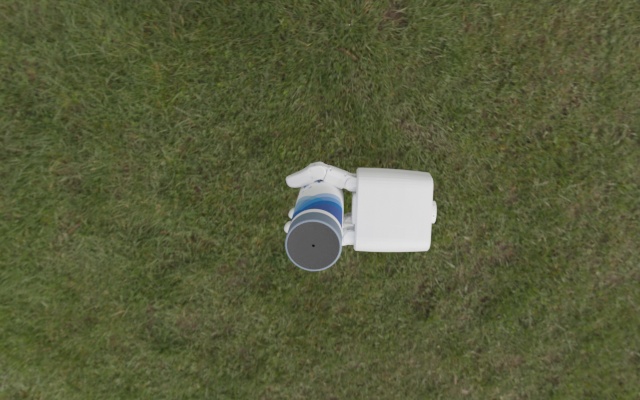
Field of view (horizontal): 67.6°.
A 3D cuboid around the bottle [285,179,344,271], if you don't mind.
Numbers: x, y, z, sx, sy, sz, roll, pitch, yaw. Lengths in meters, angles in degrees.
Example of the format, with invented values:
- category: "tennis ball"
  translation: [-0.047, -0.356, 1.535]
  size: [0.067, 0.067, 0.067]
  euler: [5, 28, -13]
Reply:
- category: "bottle"
  translation: [0.000, 0.002, 0.691]
  size: [0.069, 0.069, 0.295]
  euler: [0, 20, 4]
